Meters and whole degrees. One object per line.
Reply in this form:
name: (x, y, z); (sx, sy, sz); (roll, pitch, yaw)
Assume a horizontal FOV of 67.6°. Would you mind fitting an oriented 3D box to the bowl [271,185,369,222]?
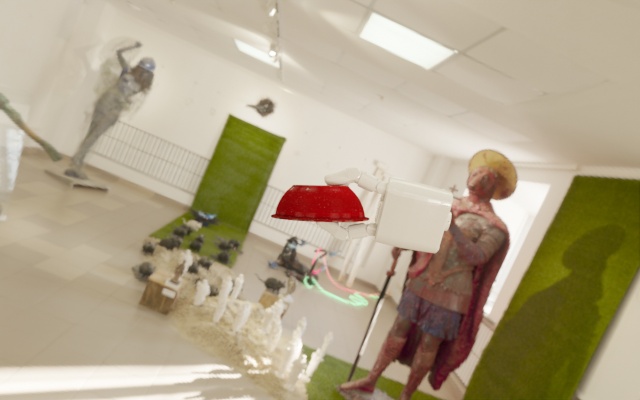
bowl: (-0.001, 0.002, 0.780); (0.162, 0.055, 0.162); (1, 2, 0)
